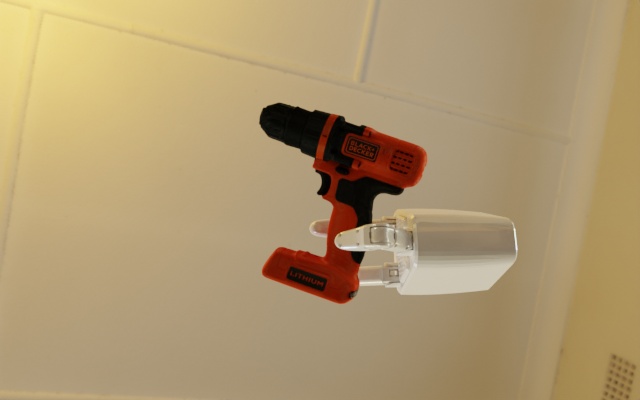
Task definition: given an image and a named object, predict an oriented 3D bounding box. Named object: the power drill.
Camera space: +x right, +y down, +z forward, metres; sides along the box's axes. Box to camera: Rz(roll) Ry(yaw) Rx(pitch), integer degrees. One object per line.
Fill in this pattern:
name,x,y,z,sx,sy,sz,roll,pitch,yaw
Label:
power drill,0.000,0.002,0.512,0.184,0.187,0.057,19,7,9
